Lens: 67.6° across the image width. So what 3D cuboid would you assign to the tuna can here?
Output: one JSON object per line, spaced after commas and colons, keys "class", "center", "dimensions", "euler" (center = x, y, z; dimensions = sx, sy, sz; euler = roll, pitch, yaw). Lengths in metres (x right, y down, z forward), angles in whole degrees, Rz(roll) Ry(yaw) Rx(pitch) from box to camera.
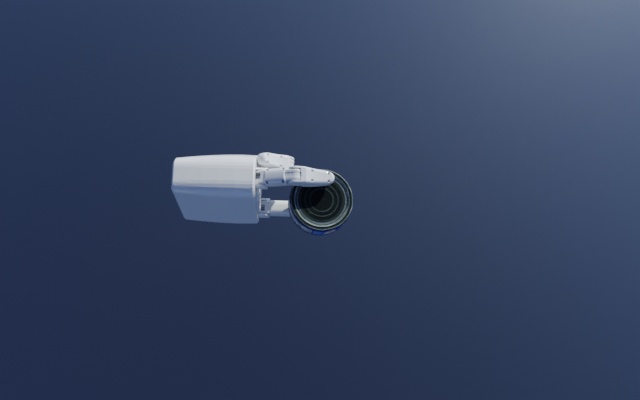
{"class": "tuna can", "center": [0.000, 0.002, 0.637], "dimensions": [0.086, 0.086, 0.034], "euler": [0, -13, -7]}
